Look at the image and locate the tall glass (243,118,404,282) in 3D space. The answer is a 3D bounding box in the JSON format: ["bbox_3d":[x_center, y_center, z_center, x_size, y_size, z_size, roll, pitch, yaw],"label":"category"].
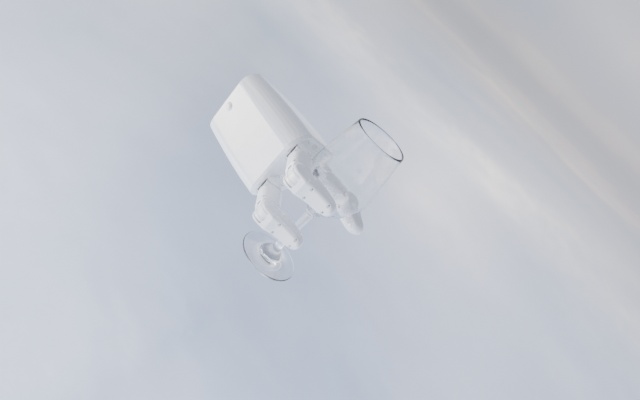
[{"bbox_3d":[0.000,0.002,0.529,0.201,0.079,0.079,-45,-24,26],"label":"tall glass"}]
